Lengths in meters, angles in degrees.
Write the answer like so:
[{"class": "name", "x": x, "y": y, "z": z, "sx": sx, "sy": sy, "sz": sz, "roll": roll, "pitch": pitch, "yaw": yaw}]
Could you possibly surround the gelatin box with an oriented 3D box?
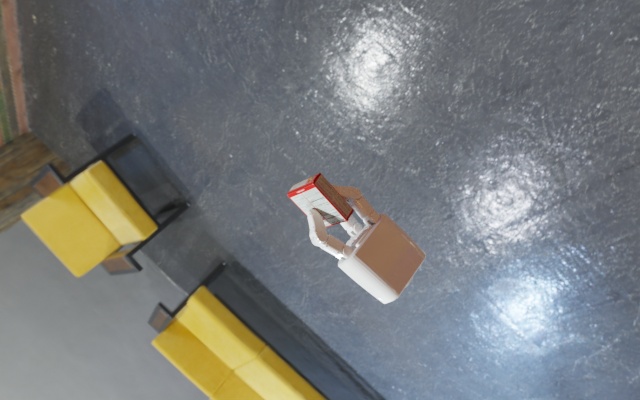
[{"class": "gelatin box", "x": 0.000, "y": 0.003, "z": 0.787, "sx": 0.089, "sy": 0.030, "sz": 0.073, "roll": 46, "pitch": -37, "yaw": -19}]
